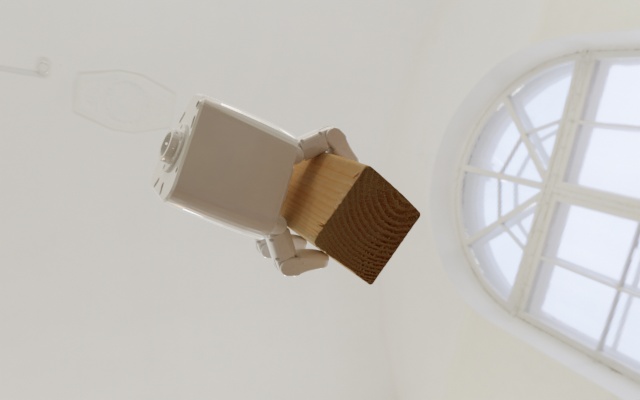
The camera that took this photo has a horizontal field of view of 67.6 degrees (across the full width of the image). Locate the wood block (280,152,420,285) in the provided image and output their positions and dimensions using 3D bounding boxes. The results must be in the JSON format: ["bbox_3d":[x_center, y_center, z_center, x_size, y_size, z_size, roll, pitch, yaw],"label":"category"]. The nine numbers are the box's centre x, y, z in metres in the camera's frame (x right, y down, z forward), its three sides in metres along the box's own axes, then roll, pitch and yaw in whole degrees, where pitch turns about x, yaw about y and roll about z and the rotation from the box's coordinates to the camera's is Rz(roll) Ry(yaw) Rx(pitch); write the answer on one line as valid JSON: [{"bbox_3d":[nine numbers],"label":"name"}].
[{"bbox_3d":[0.000,0.001,0.540,0.090,0.091,0.206,39,-6,-31],"label":"wood block"}]
